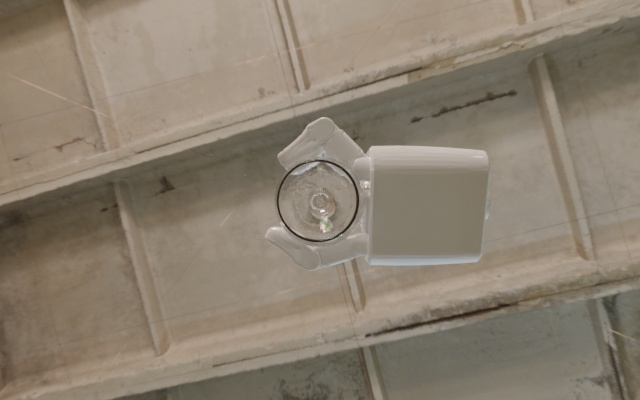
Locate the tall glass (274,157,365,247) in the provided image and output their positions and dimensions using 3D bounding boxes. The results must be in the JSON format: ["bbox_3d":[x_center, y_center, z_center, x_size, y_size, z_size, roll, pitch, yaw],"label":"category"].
[{"bbox_3d":[0.000,0.002,0.452,0.079,0.079,0.201,0,-1,1],"label":"tall glass"}]
